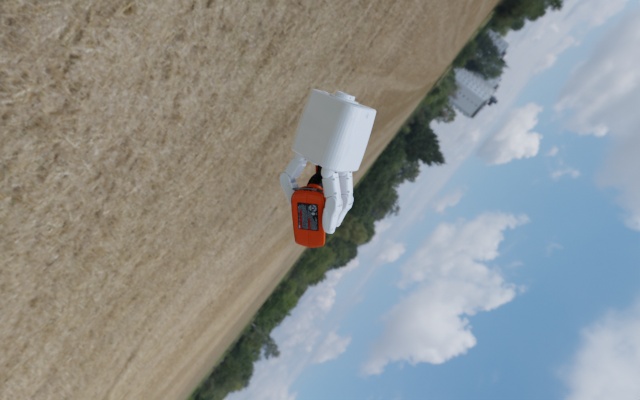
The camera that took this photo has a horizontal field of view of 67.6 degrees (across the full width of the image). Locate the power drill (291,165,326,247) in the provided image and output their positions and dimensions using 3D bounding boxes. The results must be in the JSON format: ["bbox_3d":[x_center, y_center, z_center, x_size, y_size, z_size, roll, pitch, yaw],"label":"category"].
[{"bbox_3d":[0.000,0.003,0.860,0.057,0.184,0.187,2,29,12],"label":"power drill"}]
